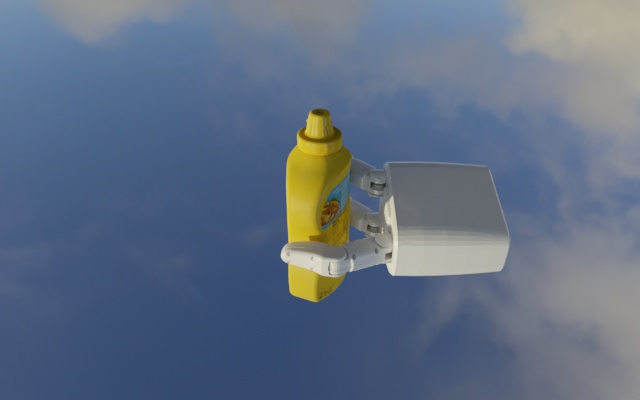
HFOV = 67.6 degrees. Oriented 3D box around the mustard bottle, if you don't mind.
[{"bbox_3d":[0.000,0.002,0.473,0.058,0.192,0.096,14,37,19],"label":"mustard bottle"}]
